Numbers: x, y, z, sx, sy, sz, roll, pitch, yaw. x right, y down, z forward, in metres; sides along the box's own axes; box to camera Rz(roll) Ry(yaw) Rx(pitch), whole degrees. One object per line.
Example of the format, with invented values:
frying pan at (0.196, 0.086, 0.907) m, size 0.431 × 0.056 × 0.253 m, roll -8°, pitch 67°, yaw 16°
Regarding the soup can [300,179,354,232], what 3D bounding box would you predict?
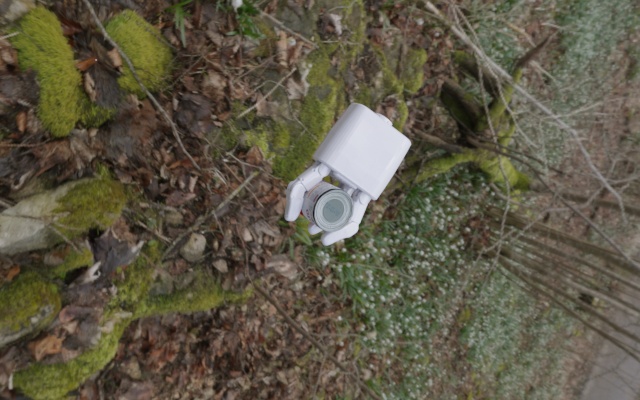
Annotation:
soup can at (0.000, 0.003, 0.737) m, size 0.068 × 0.068 × 0.102 m, roll 0°, pitch 15°, yaw -25°
